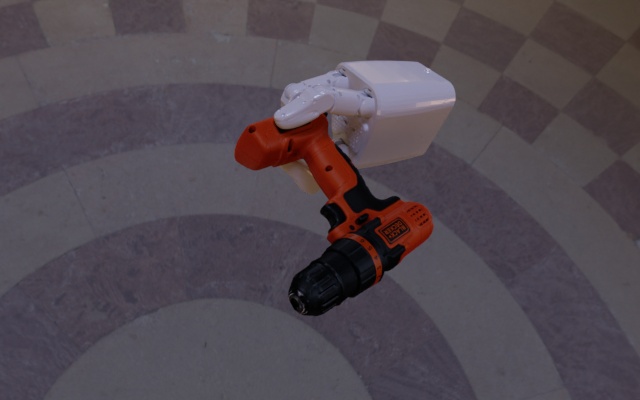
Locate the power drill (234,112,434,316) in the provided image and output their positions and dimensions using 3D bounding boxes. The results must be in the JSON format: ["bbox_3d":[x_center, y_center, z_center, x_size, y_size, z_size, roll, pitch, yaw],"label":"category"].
[{"bbox_3d":[0.000,0.001,0.461,0.184,0.187,0.057,-27,-18,-41],"label":"power drill"}]
